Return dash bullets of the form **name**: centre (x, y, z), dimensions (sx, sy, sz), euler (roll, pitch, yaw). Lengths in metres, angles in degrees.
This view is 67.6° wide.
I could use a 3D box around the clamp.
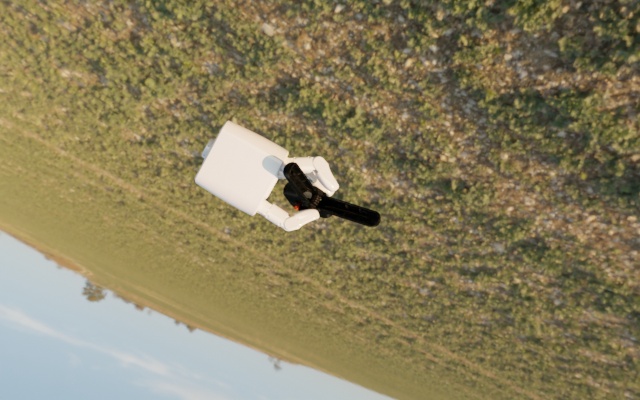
- **clamp**: centre (-0.001, 0.003, 0.774), dimensions (0.164, 0.036, 0.210), euler (30, -12, -8)
